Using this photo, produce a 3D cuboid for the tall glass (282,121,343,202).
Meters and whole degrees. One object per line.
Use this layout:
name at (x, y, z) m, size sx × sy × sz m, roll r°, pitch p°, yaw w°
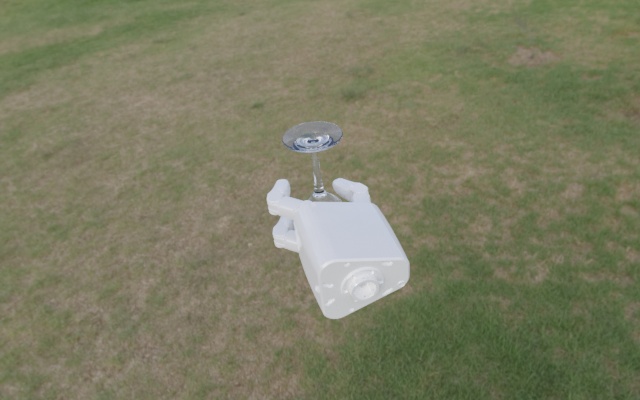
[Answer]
tall glass at (0.000, 0.001, 0.635) m, size 0.079 × 0.201 × 0.079 m, roll -5°, pitch 36°, yaw 3°
